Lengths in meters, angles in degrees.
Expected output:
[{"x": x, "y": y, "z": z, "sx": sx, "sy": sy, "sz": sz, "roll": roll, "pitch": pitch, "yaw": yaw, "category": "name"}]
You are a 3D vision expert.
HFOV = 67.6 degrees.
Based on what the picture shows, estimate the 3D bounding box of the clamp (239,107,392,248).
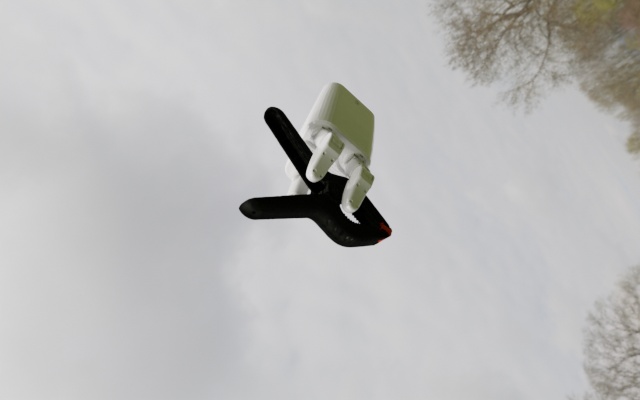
[{"x": 0.000, "y": 0.002, "z": 0.553, "sx": 0.210, "sy": 0.164, "sz": 0.036, "roll": 38, "pitch": -49, "yaw": -21, "category": "clamp"}]
